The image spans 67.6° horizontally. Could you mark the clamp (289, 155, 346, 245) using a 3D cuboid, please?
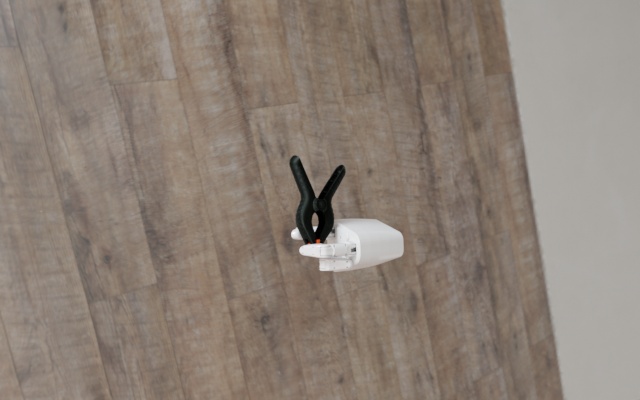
[{"bbox_3d":[0.000,0.003,0.879,0.120,0.171,0.039,-3,0,-29],"label":"clamp"}]
